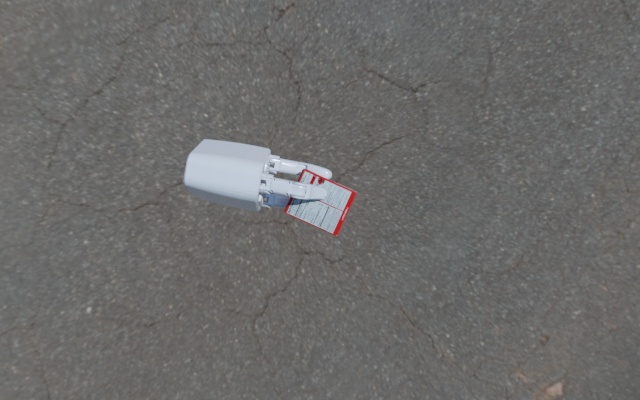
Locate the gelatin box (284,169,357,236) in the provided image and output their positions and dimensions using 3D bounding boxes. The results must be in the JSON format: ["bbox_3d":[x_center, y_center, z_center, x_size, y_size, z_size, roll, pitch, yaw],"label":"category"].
[{"bbox_3d":[0.000,0.003,0.717,0.089,0.073,0.030,24,4,0],"label":"gelatin box"}]
